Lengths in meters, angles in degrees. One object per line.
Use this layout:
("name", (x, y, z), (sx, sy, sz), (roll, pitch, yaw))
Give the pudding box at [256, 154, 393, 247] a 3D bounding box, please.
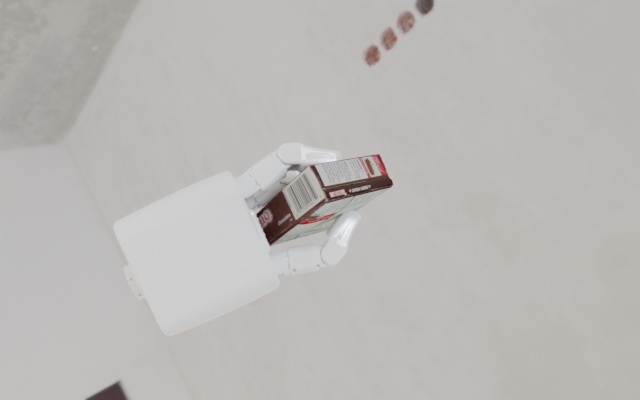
("pudding box", (0.000, 0.002, 0.458), (0.090, 0.039, 0.113), (-14, -15, -41))
